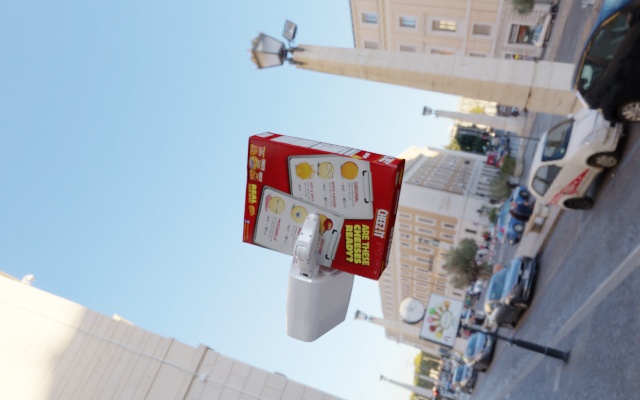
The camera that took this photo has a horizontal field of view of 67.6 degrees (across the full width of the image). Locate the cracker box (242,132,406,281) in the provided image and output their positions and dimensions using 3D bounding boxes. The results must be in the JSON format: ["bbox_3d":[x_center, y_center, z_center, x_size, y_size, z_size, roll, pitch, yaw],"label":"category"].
[{"bbox_3d":[0.000,0.002,0.677,0.213,0.164,0.072,13,20,18],"label":"cracker box"}]
